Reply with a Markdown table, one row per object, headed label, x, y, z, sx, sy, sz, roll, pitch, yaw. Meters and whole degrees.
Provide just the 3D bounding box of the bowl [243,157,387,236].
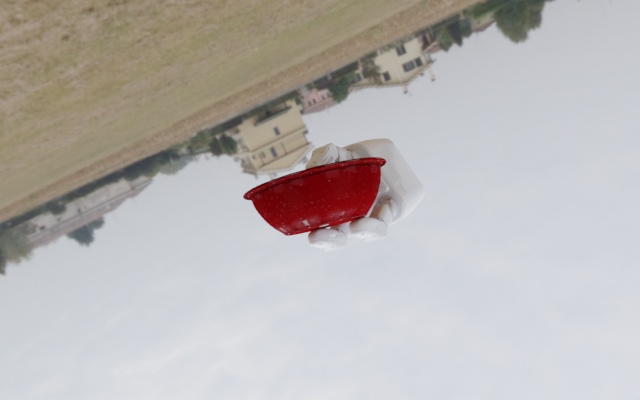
| label | x | y | z | sx | sy | sz | roll | pitch | yaw |
| --- | --- | --- | --- | --- | --- | --- | --- | --- | --- |
| bowl | -0.001 | 0.002 | 0.525 | 0.162 | 0.055 | 0.162 | -14 | -6 | -1 |
